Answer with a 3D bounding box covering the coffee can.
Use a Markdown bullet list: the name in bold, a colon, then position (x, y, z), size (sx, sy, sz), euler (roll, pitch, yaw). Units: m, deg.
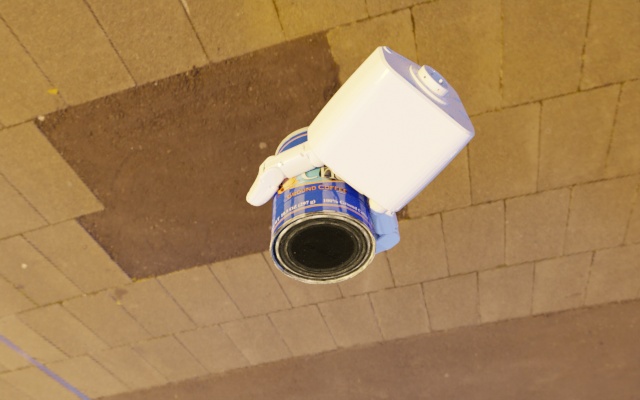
- **coffee can**: position (0.000, 0.002, 0.508), size (0.103, 0.103, 0.140), euler (0, 42, -3)
